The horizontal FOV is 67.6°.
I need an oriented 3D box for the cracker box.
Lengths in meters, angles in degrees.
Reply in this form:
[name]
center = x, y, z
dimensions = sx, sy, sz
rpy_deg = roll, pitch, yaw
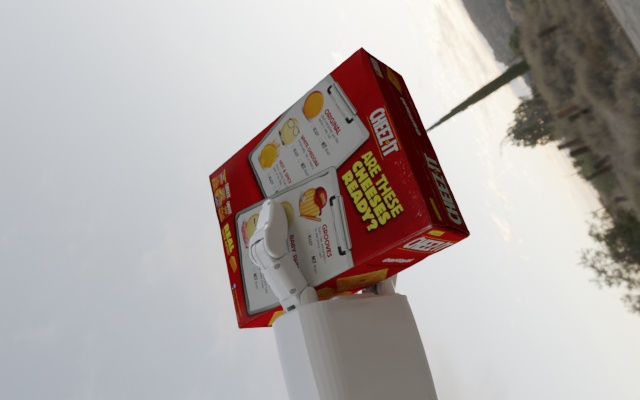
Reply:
[cracker box]
center = 0.000, 0.001, 0.425
dimensions = 0.214, 0.164, 0.072
rpy_deg = -33, -29, 32
